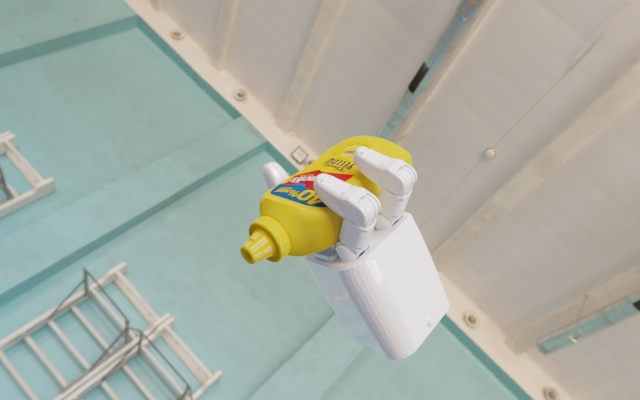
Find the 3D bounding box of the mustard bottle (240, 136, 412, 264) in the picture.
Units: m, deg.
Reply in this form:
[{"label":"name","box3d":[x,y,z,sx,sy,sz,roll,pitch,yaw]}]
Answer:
[{"label":"mustard bottle","box3d":[0.000,0.001,0.456,0.096,0.058,0.191,18,41,38]}]
